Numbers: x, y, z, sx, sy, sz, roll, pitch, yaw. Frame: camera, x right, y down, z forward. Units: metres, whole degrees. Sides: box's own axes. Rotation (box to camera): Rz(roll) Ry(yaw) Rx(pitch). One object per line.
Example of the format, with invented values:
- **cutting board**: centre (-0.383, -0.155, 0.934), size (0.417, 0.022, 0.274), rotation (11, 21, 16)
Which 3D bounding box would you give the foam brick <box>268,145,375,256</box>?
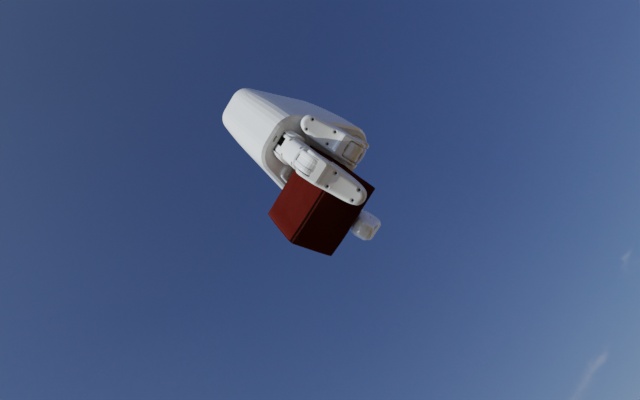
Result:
- **foam brick**: centre (0.000, 0.002, 0.434), size (0.053, 0.078, 0.051), rotation (26, 10, -42)
